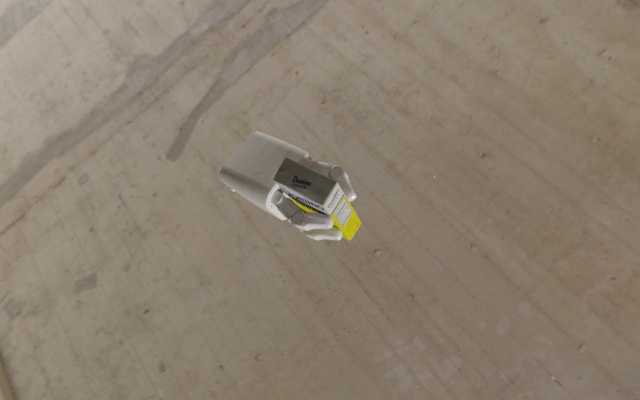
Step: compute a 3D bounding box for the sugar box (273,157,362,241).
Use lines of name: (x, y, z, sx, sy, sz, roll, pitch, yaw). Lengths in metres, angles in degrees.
sugar box: (0.000, 0.003, 0.735, 0.093, 0.048, 0.176, 27, -8, 24)
